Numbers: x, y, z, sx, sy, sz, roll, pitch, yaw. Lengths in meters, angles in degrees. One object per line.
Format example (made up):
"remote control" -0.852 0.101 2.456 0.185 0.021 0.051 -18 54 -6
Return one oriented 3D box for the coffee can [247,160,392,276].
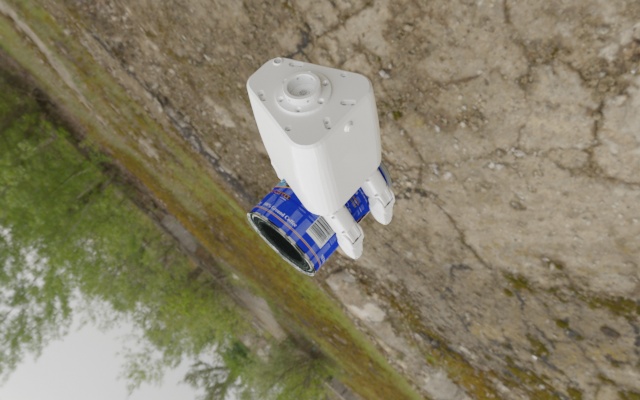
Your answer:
"coffee can" 0.000 0.002 0.557 0.140 0.103 0.103 -47 18 -18
